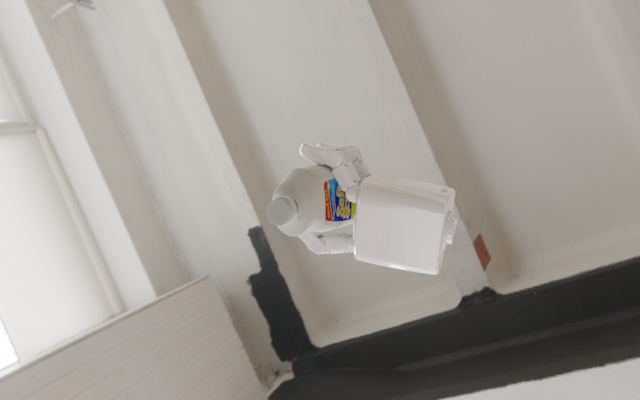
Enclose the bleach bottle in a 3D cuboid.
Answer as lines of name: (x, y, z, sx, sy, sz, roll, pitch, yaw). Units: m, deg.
bleach bottle: (0.000, 0.002, 0.623, 0.068, 0.102, 0.251, 10, 12, 20)
